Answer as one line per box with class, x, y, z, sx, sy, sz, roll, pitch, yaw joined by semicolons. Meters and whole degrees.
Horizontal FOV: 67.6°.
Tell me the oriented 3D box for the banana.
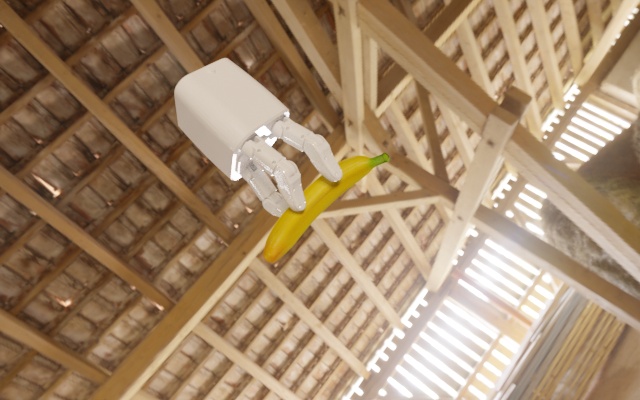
banana;-0.004;0.001;0.586;0.197;0.037;0.069;-43;11;-17
